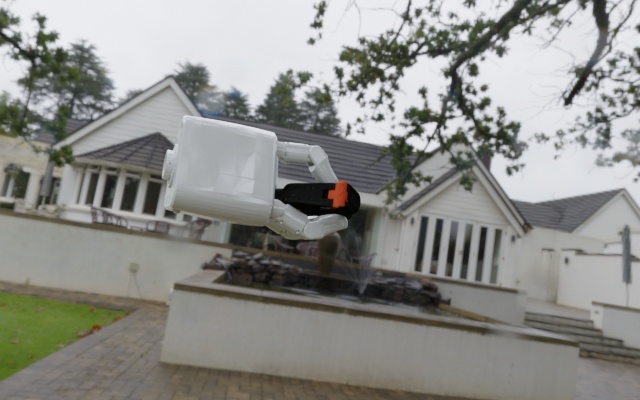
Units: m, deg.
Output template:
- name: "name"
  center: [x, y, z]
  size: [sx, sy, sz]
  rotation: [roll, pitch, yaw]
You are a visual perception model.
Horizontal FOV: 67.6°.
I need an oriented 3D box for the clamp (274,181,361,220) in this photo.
- name: "clamp"
  center: [0.000, 0.001, 0.598]
  size: [0.164, 0.036, 0.210]
  rotation: [9, -6, -23]
